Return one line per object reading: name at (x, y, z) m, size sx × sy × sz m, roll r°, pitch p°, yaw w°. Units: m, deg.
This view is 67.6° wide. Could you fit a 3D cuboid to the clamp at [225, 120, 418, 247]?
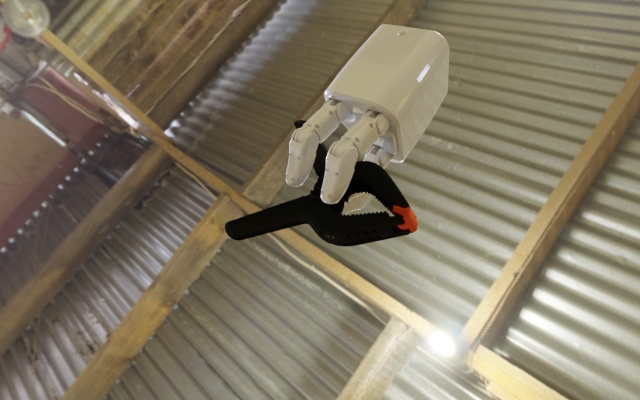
clamp at (0.001, 0.002, 0.497) m, size 0.210 × 0.164 × 0.036 m, roll 26°, pitch -16°, yaw 40°
